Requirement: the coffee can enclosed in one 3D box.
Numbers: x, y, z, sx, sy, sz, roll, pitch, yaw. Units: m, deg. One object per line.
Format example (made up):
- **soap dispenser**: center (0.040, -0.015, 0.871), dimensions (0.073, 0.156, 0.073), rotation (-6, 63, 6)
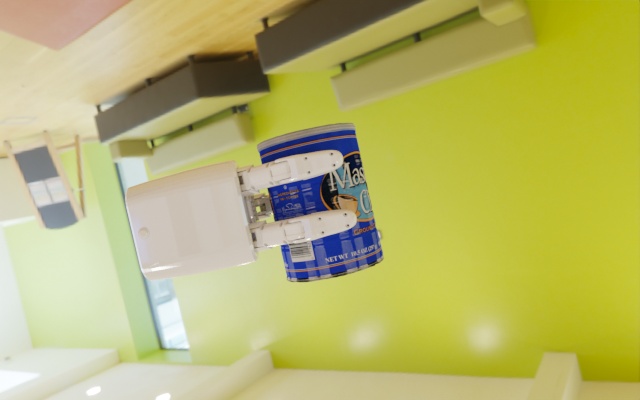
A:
- **coffee can**: center (0.000, 0.001, 0.489), dimensions (0.103, 0.140, 0.103), rotation (-13, 1, 0)
